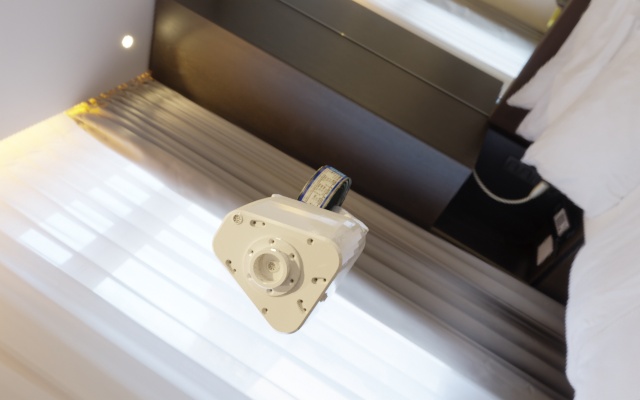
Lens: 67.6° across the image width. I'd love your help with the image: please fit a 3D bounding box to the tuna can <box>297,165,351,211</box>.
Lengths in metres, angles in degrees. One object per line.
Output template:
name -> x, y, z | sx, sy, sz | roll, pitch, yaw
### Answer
tuna can -> 0.000, 0.002, 0.565 | 0.033, 0.086, 0.086 | 32, 7, 12
